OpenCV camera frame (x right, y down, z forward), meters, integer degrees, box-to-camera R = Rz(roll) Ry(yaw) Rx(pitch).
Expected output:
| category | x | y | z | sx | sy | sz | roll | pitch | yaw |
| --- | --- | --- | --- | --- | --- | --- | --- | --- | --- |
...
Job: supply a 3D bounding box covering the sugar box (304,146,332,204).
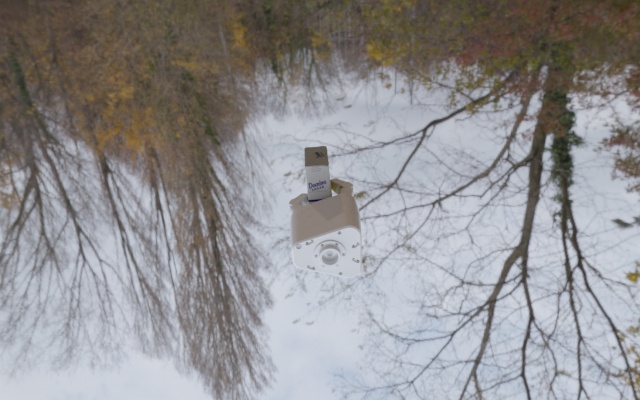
| category | x | y | z | sx | sy | sz | roll | pitch | yaw |
| --- | --- | --- | --- | --- | --- | --- | --- | --- | --- |
| sugar box | 0.001 | 0.003 | 0.833 | 0.048 | 0.176 | 0.093 | -3 | 26 | -1 |
